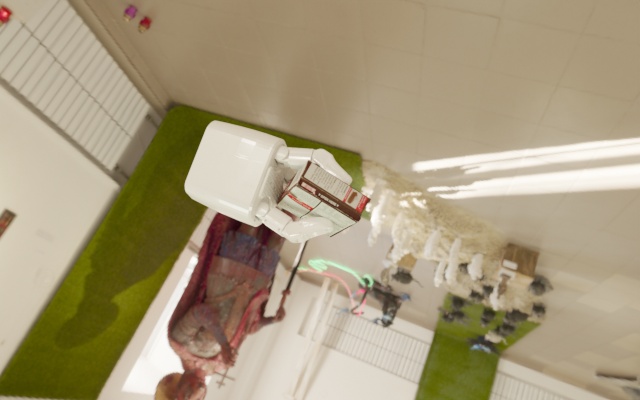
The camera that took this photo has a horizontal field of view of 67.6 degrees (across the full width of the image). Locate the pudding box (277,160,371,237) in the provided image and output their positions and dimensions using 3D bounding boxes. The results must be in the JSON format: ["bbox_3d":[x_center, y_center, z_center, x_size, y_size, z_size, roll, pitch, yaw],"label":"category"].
[{"bbox_3d":[0.000,0.002,0.604,0.090,0.039,0.113,31,-19,-8],"label":"pudding box"}]
